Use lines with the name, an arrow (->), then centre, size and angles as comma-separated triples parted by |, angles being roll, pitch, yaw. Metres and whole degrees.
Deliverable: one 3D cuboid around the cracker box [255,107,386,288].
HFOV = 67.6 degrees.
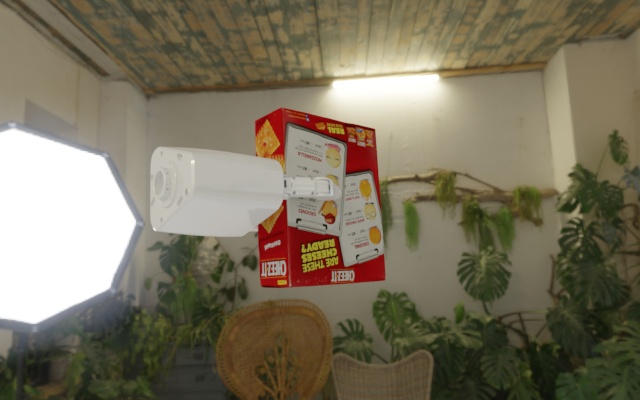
cracker box -> 0.000, 0.002, 0.625 | 0.164, 0.213, 0.072 | 5, -11, -40
